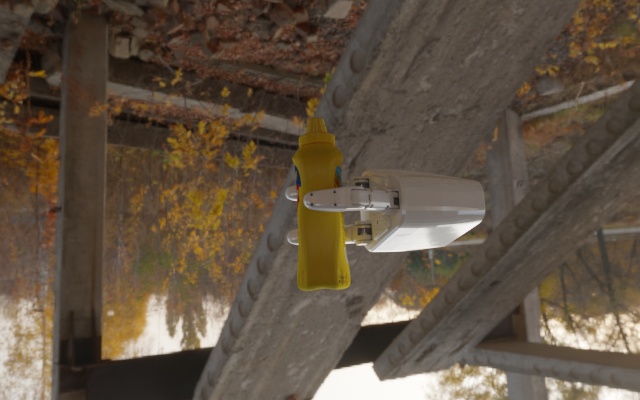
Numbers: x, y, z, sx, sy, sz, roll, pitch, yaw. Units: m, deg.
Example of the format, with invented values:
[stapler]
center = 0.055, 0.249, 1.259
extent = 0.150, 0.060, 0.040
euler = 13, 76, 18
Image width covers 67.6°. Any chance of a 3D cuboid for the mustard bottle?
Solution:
[mustard bottle]
center = 0.000, 0.002, 0.532
extent = 0.058, 0.191, 0.096
euler = -3, -8, 4
